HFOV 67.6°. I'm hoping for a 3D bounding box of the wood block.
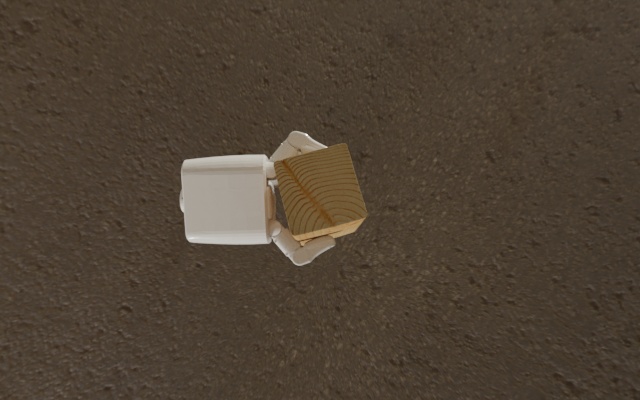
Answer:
[{"bbox_3d":[0.000,0.002,0.636,0.090,0.091,0.206,-15,-8,-2],"label":"wood block"}]
